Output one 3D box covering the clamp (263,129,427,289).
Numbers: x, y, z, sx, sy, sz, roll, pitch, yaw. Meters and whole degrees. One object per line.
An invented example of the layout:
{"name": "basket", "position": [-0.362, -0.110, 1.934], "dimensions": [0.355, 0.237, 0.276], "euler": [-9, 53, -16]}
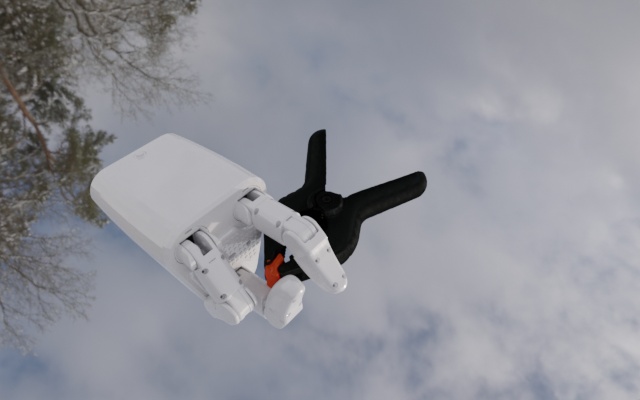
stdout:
{"name": "clamp", "position": [0.000, 0.002, 0.414], "dimensions": [0.120, 0.039, 0.171], "euler": [30, 53, 29]}
